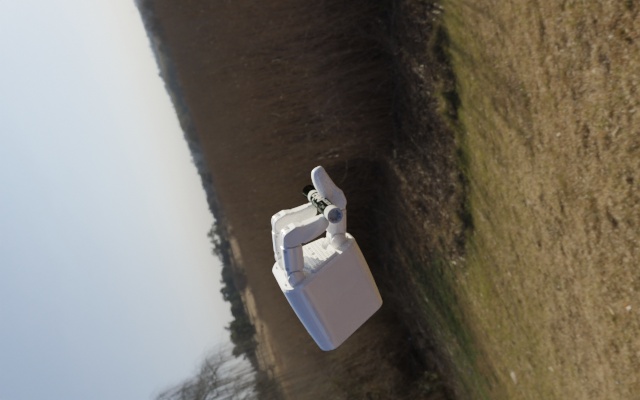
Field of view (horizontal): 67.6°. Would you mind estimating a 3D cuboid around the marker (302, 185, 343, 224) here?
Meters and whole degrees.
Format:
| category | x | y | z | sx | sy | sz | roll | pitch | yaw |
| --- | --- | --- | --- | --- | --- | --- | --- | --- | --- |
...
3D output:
| category | x | y | z | sx | sy | sz | roll | pitch | yaw |
| --- | --- | --- | --- | --- | --- | --- | --- | --- | --- |
| marker | 0.000 | 0.002 | 0.595 | 0.020 | 0.020 | 0.121 | 0 | 15 | -17 |
